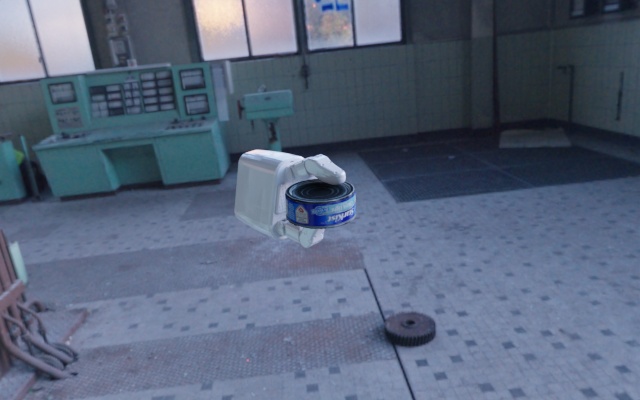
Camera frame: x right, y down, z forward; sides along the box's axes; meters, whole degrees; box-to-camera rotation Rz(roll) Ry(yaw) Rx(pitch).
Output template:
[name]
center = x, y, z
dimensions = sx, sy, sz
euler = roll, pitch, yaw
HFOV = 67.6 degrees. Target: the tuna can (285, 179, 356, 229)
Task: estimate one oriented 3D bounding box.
[tuna can]
center = 0.000, 0.001, 0.576
dimensions = 0.086, 0.034, 0.086
euler = -2, 21, 1
